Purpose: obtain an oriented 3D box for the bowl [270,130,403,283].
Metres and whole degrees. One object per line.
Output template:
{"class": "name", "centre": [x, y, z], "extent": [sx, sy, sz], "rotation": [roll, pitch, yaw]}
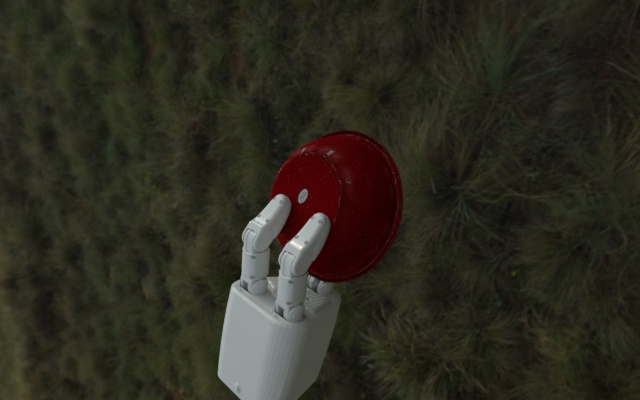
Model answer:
{"class": "bowl", "centre": [0.000, 0.000, 0.484], "extent": [0.162, 0.162, 0.055], "rotation": [0, -8, 39]}
